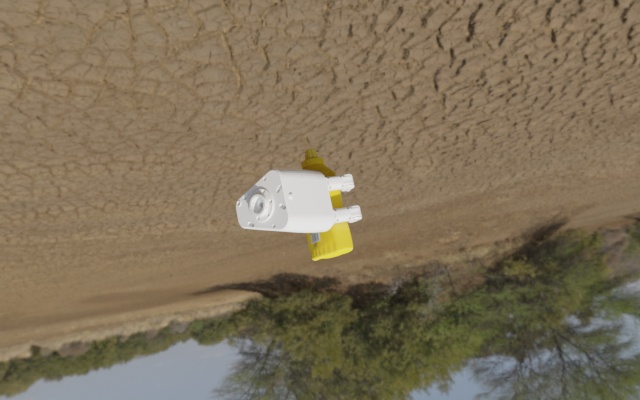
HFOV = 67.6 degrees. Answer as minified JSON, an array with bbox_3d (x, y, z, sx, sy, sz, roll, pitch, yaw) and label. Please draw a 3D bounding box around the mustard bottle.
[{"bbox_3d":[0.000,0.003,0.829,0.058,0.191,0.096,-6,-12,-29],"label":"mustard bottle"}]
